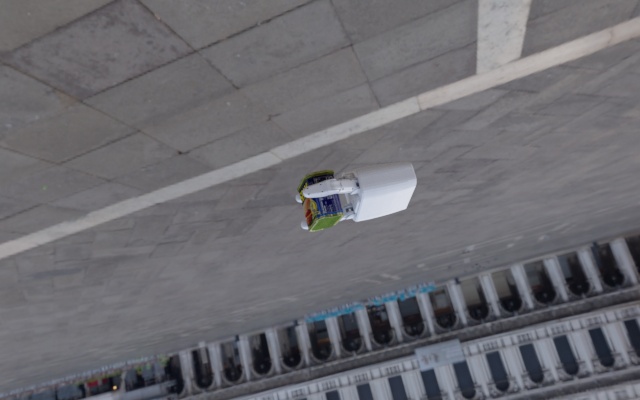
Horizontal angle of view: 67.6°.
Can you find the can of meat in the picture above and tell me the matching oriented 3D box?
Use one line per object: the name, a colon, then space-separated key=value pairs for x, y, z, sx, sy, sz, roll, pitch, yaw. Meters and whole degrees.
can of meat: x=0.000 y=0.003 z=0.857 sx=0.057 sy=0.084 sz=0.102 roll=-11 pitch=-15 yaw=-16
